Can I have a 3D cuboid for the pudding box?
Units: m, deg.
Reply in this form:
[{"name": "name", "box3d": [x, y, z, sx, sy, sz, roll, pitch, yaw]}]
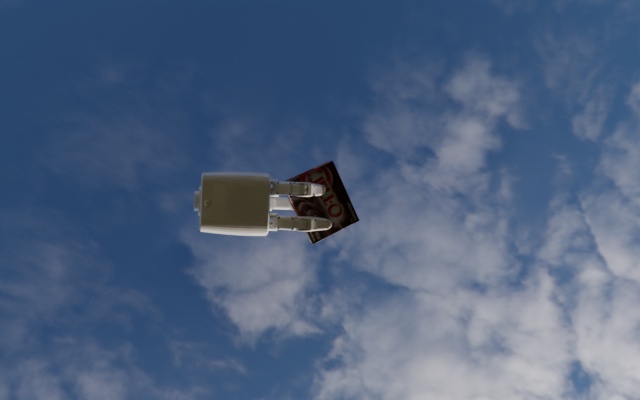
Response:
[{"name": "pudding box", "box3d": [0.000, 0.003, 0.792, 0.090, 0.113, 0.039, -26, 10, -11]}]
